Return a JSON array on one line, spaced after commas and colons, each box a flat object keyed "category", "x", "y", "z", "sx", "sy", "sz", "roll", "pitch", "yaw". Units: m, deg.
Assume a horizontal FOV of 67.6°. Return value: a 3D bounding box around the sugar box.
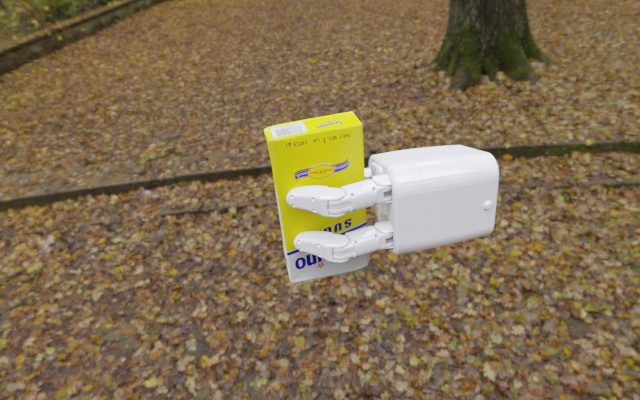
[{"category": "sugar box", "x": 0.000, "y": 0.002, "z": 0.506, "sx": 0.093, "sy": 0.176, "sz": 0.048, "roll": -11, "pitch": 29, "yaw": -7}]
